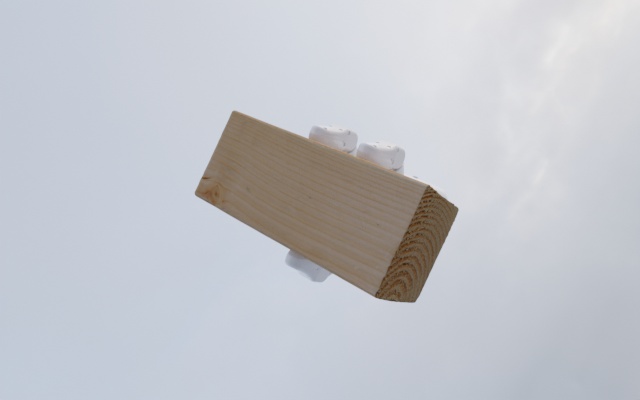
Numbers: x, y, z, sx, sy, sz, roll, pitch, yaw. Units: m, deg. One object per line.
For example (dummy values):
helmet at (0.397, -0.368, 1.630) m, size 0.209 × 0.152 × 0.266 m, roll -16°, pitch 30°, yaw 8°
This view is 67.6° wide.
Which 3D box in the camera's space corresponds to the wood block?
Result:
wood block at (0.000, 0.002, 0.424) m, size 0.206 × 0.091 × 0.090 m, roll 25°, pitch 1°, yaw 33°
